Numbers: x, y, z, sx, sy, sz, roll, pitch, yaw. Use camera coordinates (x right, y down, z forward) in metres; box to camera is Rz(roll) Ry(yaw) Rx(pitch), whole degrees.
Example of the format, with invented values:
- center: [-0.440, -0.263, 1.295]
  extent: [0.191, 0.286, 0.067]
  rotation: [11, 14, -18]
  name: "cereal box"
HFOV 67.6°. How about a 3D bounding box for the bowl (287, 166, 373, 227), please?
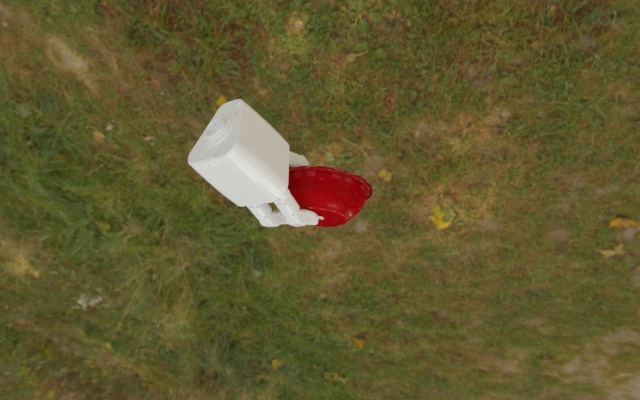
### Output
- center: [0.001, 0.003, 0.760]
  extent: [0.162, 0.055, 0.162]
  rotation: [6, -20, 2]
  name: "bowl"
